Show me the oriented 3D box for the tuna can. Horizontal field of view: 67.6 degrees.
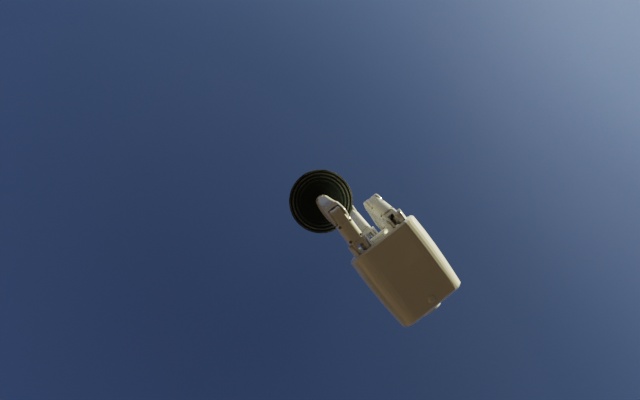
[{"bbox_3d":[0.000,0.002,0.654,0.086,0.086,0.034,0,-4,-3],"label":"tuna can"}]
